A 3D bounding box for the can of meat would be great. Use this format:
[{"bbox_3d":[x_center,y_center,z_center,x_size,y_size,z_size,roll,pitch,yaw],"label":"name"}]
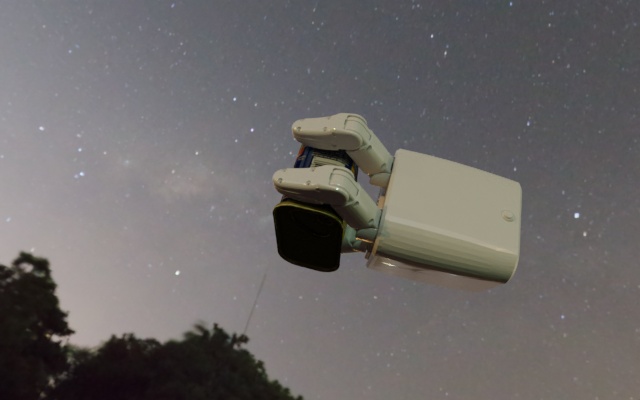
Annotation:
[{"bbox_3d":[0.000,0.001,0.420,0.057,0.084,0.102,13,-33,8],"label":"can of meat"}]
